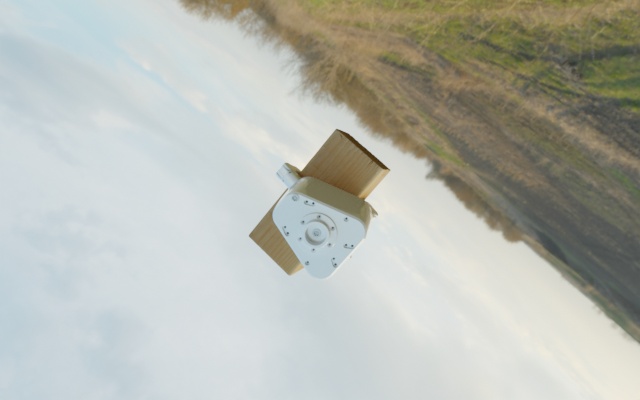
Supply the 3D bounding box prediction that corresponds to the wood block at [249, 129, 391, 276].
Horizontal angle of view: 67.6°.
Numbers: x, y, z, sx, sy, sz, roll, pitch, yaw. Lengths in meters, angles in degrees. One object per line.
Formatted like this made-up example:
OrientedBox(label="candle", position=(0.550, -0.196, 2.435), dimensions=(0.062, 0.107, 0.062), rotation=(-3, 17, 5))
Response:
OrientedBox(label="wood block", position=(0.000, 0.002, 0.720), dimensions=(0.091, 0.206, 0.090), rotation=(43, 13, 9))
